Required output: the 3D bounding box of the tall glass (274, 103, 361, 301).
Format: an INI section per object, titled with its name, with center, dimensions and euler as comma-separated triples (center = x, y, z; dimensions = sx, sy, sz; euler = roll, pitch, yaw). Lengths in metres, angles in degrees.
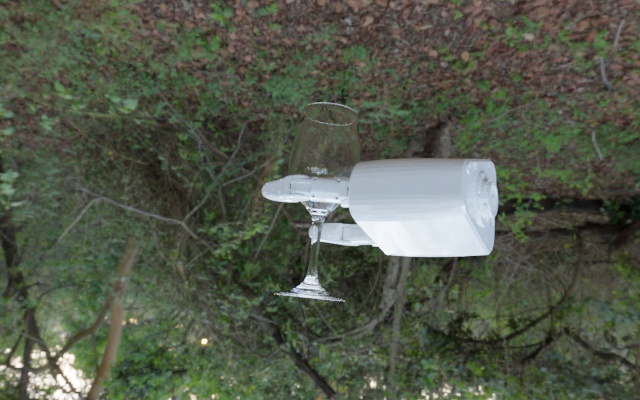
[tall glass]
center = 0.000, 0.002, 0.505
dimensions = 0.079, 0.201, 0.079
euler = 6, -11, 1
